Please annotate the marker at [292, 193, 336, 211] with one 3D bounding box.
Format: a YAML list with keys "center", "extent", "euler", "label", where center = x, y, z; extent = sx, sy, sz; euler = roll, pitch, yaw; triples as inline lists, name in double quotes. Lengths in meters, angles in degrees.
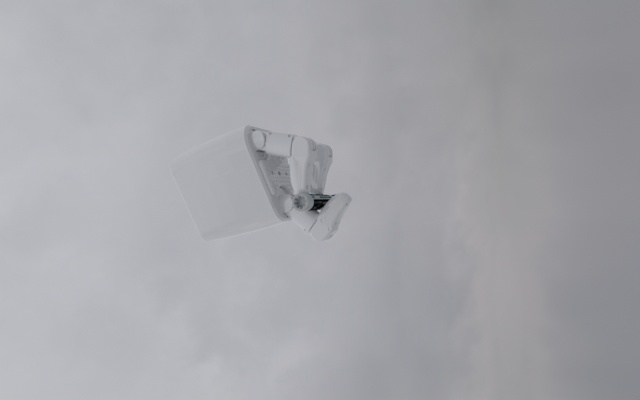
- center: [0.000, 0.002, 0.541]
  extent: [0.020, 0.020, 0.121]
  euler: [0, 0, 20]
  label: "marker"
